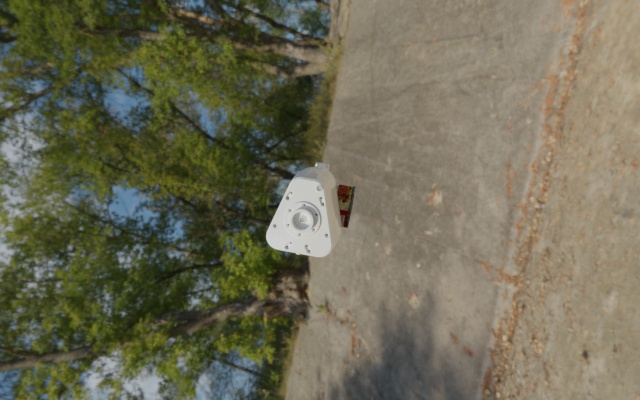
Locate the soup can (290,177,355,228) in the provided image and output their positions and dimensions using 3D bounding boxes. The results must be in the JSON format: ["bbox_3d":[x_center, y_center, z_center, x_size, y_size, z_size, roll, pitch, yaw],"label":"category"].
[{"bbox_3d":[0.000,0.002,0.767,0.102,0.068,0.068,10,1,5],"label":"soup can"}]
